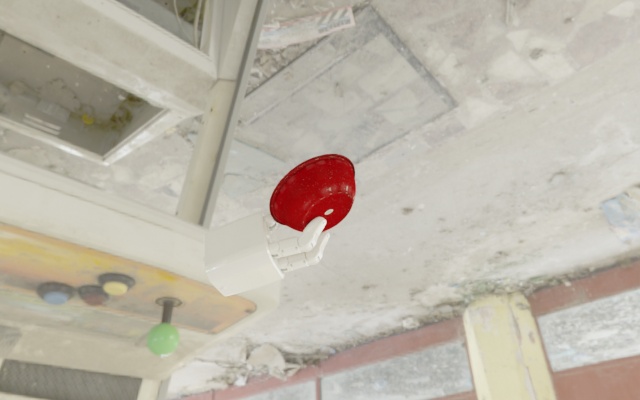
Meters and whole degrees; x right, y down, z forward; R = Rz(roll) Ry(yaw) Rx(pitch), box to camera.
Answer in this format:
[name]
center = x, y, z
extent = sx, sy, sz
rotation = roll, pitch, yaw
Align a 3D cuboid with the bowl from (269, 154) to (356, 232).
[bowl]
center = 0.001, 0.002, 0.780
extent = 0.162, 0.162, 0.055
rotation = 0, 43, -40
